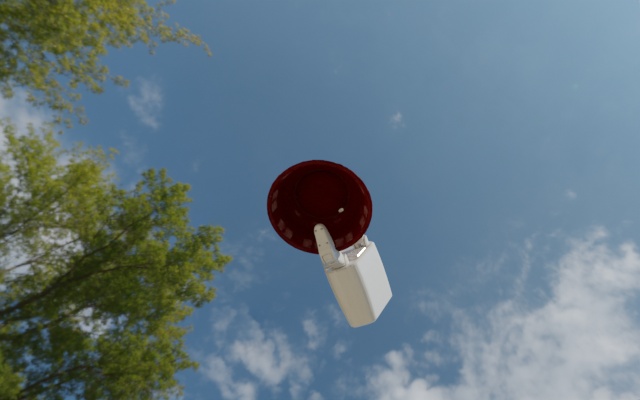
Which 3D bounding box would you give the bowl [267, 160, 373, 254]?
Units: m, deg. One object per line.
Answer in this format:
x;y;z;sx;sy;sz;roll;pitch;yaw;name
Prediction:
0.000;0.001;0.746;0.162;0.162;0.055;0;27;5;bowl
